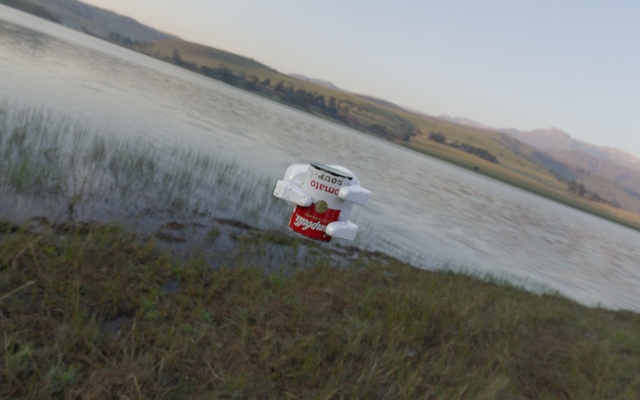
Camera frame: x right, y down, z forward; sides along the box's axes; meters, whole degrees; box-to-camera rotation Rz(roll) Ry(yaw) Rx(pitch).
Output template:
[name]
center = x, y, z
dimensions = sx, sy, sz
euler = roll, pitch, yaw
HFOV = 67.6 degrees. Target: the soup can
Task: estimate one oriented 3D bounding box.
[soup can]
center = 0.000, 0.002, 0.698
dimensions = 0.068, 0.102, 0.068
euler = 19, 10, -3
